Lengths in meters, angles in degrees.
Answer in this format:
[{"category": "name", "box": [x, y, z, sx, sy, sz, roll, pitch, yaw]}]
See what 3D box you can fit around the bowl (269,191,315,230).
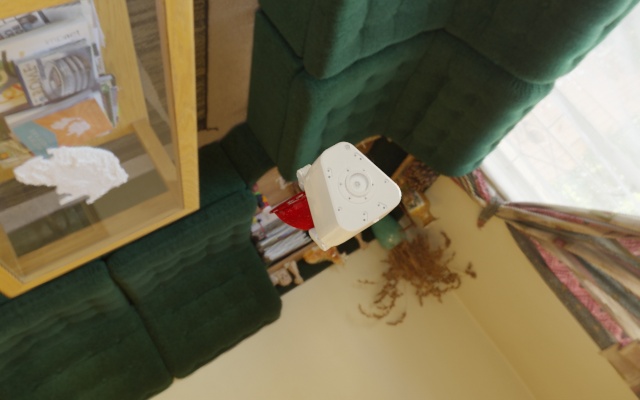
[{"category": "bowl", "box": [0.000, 0.003, 0.773, 0.162, 0.055, 0.162, -29, 5, 3]}]
